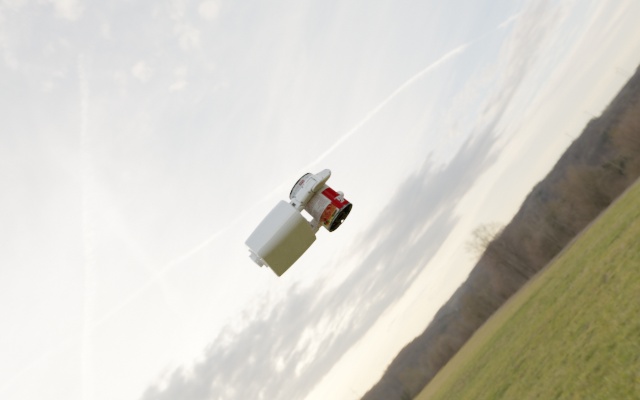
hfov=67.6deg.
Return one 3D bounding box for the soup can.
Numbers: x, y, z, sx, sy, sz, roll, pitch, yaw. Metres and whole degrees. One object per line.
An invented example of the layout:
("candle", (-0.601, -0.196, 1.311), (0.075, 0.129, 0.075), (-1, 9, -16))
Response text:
("soup can", (0.000, 0.002, 0.887), (0.102, 0.068, 0.068), (38, 13, 18))
